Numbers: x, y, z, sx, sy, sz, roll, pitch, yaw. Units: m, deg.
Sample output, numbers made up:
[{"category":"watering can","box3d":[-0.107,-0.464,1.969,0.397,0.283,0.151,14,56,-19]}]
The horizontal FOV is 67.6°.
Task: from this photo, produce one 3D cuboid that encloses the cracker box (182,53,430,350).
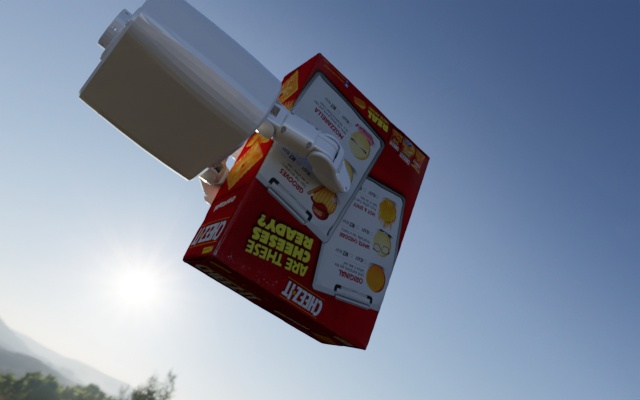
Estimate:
[{"category":"cracker box","box3d":[0.000,0.001,0.440,0.164,0.213,0.072,38,-30,-26]}]
